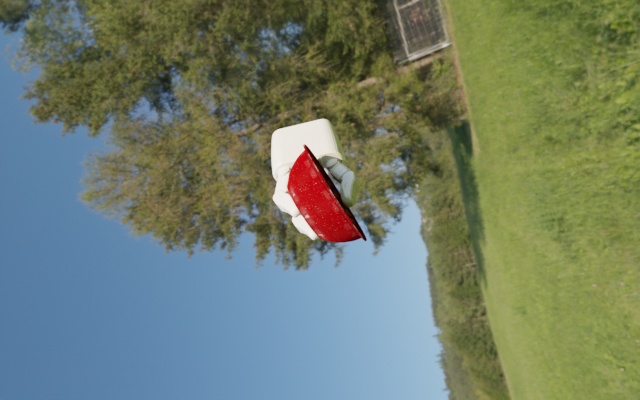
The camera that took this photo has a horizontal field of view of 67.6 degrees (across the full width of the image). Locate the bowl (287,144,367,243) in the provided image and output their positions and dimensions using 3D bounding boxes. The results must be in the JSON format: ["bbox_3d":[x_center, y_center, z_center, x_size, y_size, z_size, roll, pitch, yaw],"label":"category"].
[{"bbox_3d":[0.000,0.003,0.672,0.055,0.162,0.162,-33,-3,4],"label":"bowl"}]
